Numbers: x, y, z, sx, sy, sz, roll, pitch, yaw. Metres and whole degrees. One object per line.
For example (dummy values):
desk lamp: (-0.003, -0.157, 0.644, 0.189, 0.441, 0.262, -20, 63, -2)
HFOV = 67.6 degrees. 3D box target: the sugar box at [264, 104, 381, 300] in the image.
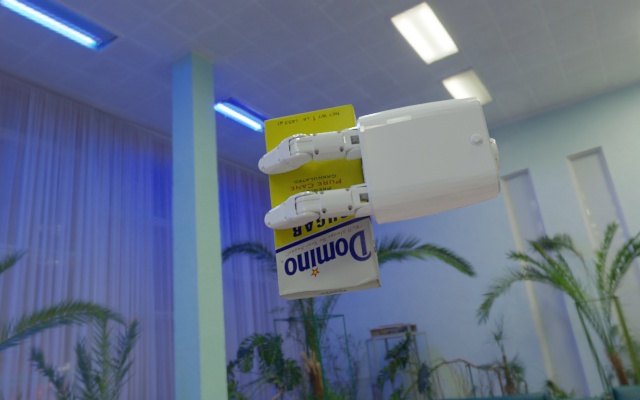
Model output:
sugar box: (0.000, 0.001, 0.463, 0.093, 0.176, 0.048, -10, -19, 8)
